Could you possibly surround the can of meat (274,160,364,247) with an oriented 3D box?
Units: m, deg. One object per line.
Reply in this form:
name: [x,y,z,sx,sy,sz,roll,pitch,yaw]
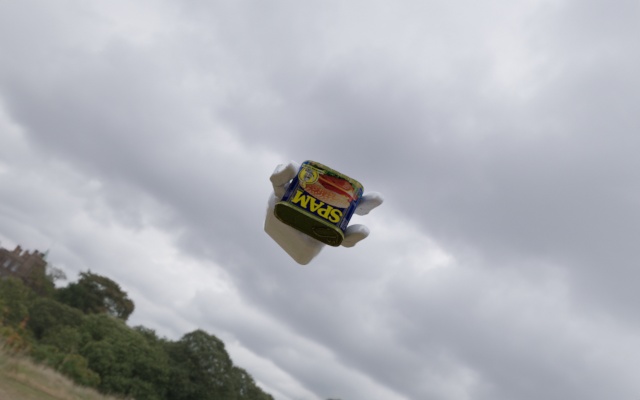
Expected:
can of meat: [0.000,0.002,0.659,0.102,0.084,0.057,26,-28,4]
